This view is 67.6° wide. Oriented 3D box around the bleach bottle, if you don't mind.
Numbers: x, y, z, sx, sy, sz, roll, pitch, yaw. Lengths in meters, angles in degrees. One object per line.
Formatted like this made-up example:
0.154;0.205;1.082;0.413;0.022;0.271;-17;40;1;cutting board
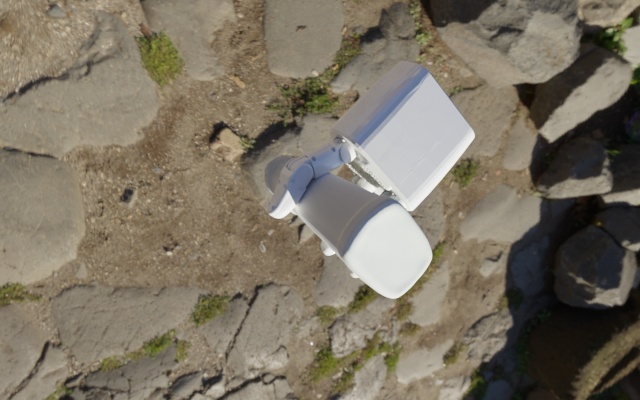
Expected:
0.000;0.002;0.498;0.103;0.068;0.250;47;-7;-37;bleach bottle
